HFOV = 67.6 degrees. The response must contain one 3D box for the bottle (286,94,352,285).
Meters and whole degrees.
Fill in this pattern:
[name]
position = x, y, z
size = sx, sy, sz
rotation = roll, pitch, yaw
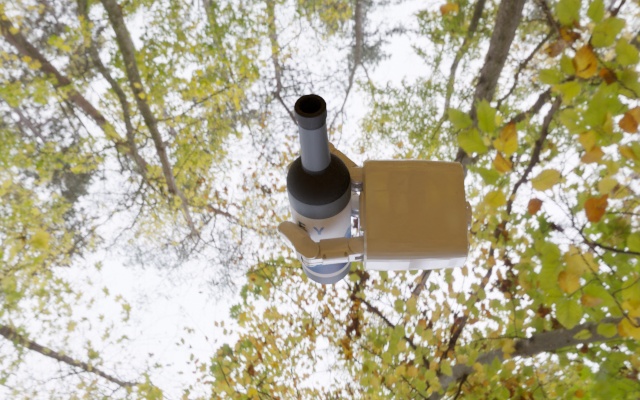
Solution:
[bottle]
position = 0.000, 0.002, 0.517
size = 0.069, 0.069, 0.296
rotation = 0, -33, 4
